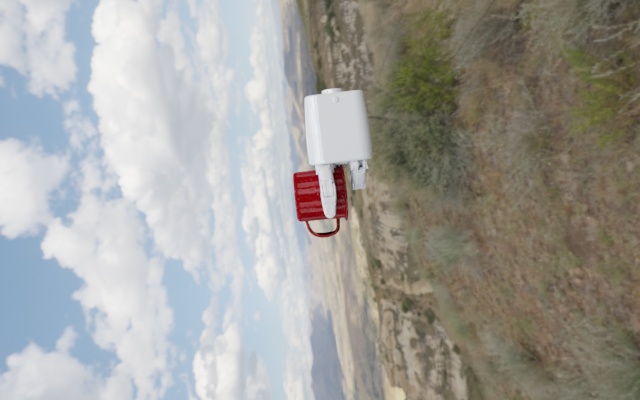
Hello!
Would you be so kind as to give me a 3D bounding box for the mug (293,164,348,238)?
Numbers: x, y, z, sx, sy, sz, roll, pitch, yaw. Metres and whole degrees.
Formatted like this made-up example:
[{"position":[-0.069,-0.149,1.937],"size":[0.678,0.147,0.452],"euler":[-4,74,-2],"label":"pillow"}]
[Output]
[{"position":[0.000,0.004,0.779],"size":[0.081,0.117,0.093],"euler":[-6,4,-2],"label":"mug"}]
